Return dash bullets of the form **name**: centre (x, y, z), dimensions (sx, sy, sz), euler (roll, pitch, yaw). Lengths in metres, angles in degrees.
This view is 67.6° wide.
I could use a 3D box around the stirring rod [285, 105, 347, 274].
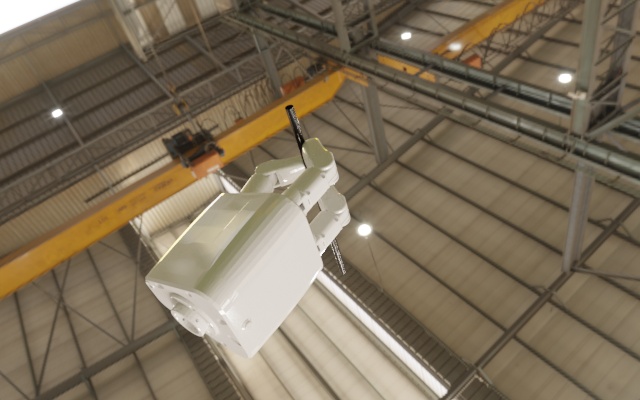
- **stirring rod**: centre (0.000, 0.002, 0.512), dimensions (0.011, 0.240, 0.011), euler (-10, 42, 9)
